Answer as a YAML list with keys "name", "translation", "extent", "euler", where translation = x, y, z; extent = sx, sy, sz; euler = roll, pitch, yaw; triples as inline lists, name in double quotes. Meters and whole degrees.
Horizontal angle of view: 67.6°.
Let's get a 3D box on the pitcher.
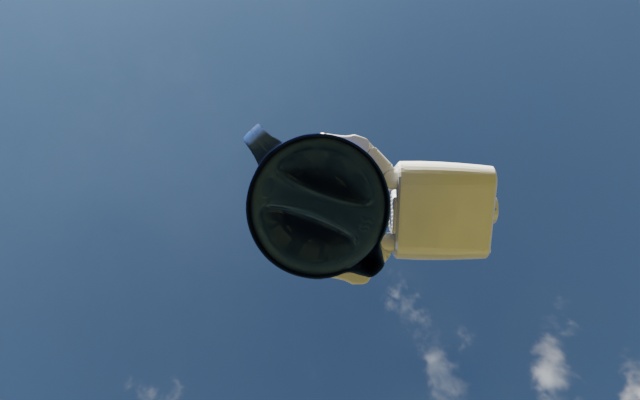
- name: "pitcher"
  translation: [0.000, 0.002, 0.548]
  extent: [0.145, 0.149, 0.243]
  euler: [1, -2, 5]
